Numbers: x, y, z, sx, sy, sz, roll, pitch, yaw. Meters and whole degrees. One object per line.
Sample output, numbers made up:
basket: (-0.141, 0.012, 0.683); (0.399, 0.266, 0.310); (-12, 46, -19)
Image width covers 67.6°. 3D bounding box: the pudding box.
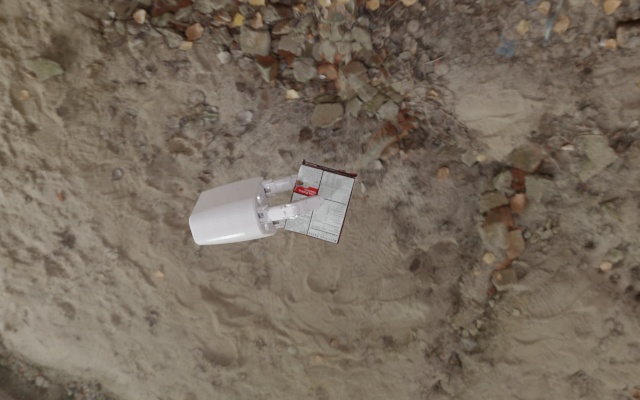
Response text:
pudding box: (0.000, 0.002, 0.737); (0.090, 0.113, 0.039); (15, 14, 2)
